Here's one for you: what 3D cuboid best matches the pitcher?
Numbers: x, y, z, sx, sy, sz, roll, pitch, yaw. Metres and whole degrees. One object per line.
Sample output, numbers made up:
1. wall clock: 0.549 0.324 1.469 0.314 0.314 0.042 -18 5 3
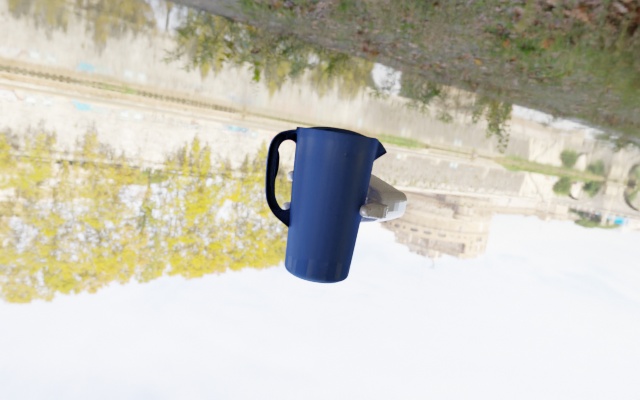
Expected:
1. pitcher: 0.000 0.003 0.770 0.149 0.243 0.145 14 9 34
